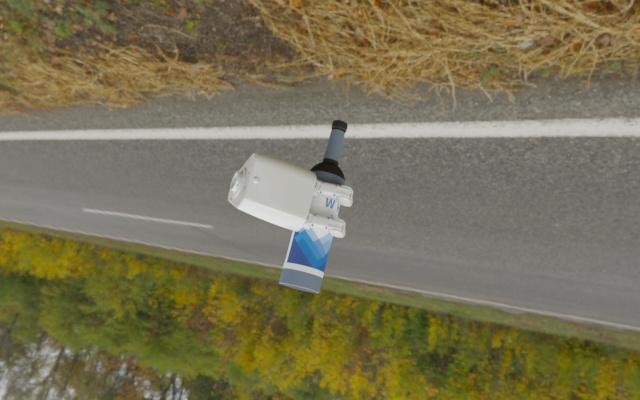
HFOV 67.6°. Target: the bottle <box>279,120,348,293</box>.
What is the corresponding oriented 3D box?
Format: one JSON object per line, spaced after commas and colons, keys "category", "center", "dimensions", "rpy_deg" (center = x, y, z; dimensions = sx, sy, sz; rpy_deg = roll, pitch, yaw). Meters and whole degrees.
{"category": "bottle", "center": [0.000, 0.003, 0.801], "dimensions": [0.069, 0.295, 0.069], "rpy_deg": [13, -15, 4]}
